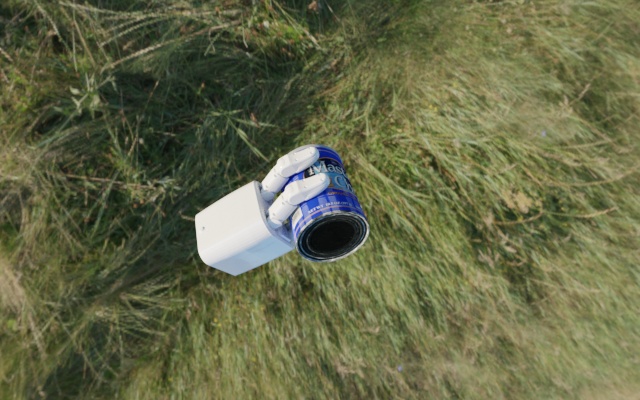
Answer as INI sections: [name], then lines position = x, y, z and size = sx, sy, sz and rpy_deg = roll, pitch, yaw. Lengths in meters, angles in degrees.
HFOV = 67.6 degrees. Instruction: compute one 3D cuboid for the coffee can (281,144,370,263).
[coffee can]
position = 0.000, 0.002, 0.683
size = 0.103, 0.103, 0.140
rpy_deg = 0, 44, -20
